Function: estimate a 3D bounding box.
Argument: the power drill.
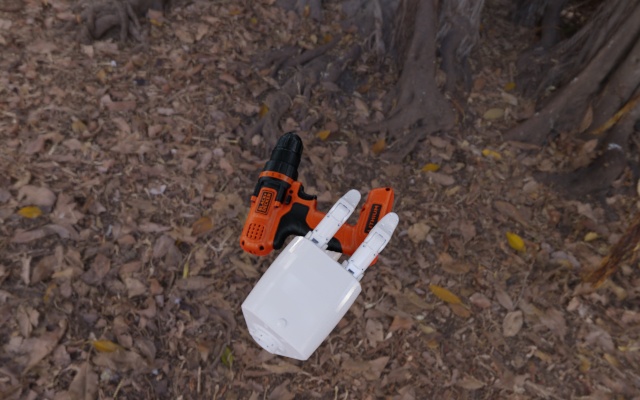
[{"bbox_3d":[0.000,0.002,0.648,0.187,0.184,0.057,12,-18,14],"label":"power drill"}]
